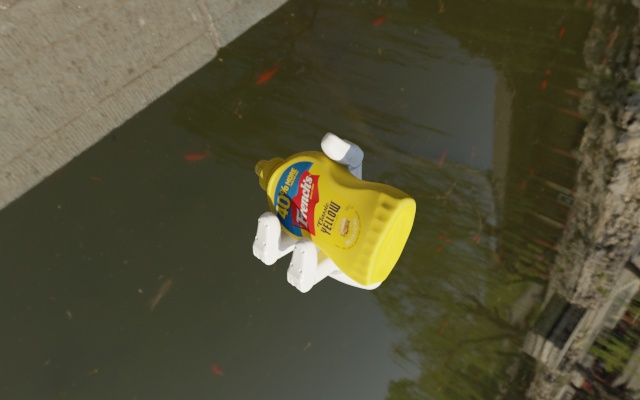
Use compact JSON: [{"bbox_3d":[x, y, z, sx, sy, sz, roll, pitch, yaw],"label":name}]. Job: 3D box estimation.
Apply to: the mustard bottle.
[{"bbox_3d":[0.000,0.002,0.501,0.191,0.096,0.058,31,22,33],"label":"mustard bottle"}]
